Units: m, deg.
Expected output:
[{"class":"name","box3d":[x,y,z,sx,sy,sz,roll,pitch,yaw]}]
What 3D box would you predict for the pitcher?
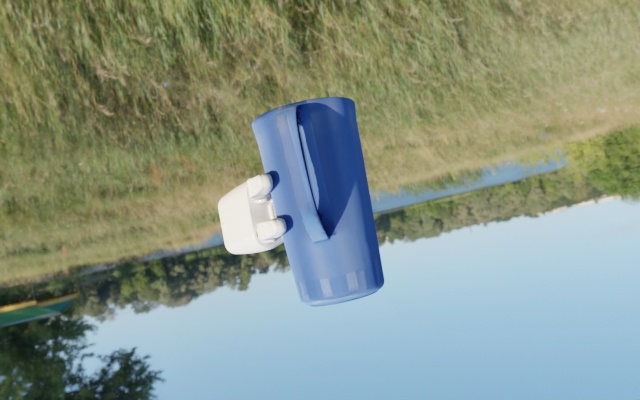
[{"class":"pitcher","box3d":[0.000,0.002,0.590,0.149,0.243,0.145,-10,-5,-36]}]
